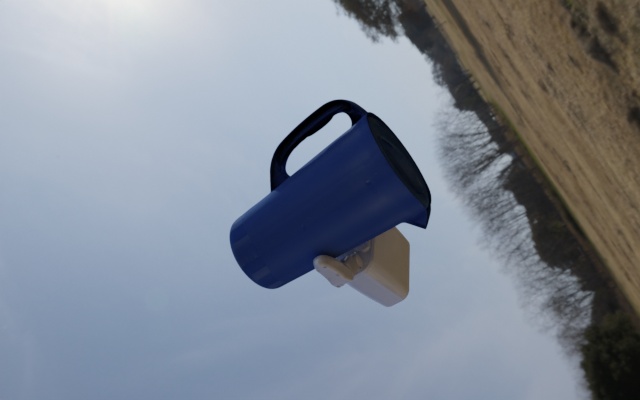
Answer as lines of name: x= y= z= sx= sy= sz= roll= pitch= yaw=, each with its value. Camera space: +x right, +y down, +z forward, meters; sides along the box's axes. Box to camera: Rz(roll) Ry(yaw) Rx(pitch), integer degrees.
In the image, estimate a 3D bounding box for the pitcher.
pitcher: x=0.000 y=0.002 z=0.596 sx=0.243 sy=0.149 sz=0.145 roll=-34 pitch=-48 yaw=21
